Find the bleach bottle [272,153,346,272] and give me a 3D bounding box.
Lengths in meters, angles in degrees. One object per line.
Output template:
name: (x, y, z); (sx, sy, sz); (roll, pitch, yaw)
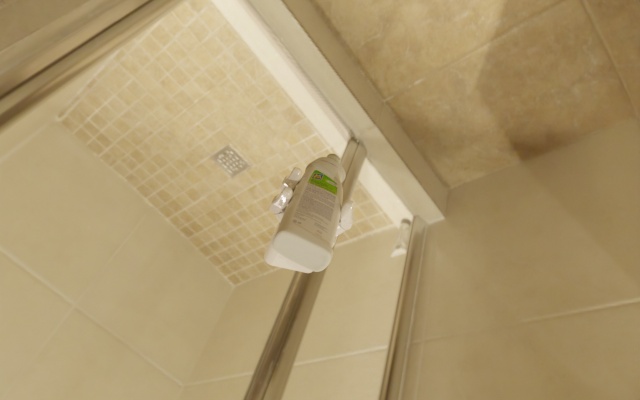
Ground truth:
bleach bottle: (0.000, 0.003, 0.857); (0.102, 0.250, 0.068); (28, -46, -5)
